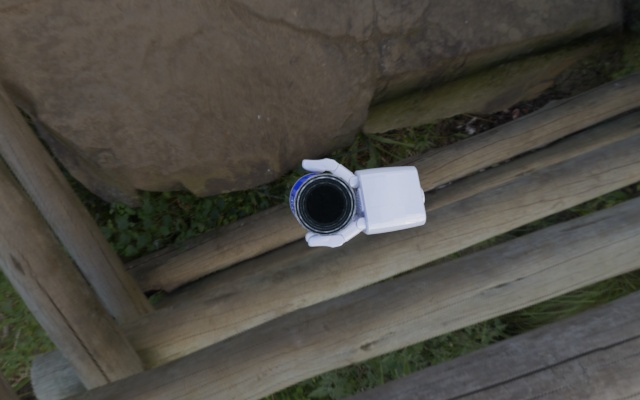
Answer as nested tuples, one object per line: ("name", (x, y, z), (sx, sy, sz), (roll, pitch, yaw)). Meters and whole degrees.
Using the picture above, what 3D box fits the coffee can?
("coffee can", (0.000, 0.003, 0.838), (0.103, 0.103, 0.140), (0, 4, -6))
